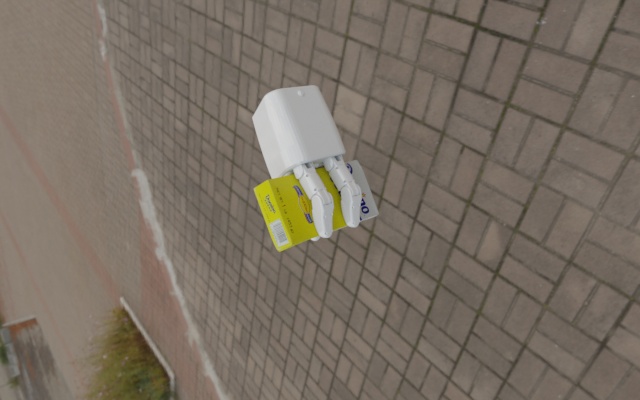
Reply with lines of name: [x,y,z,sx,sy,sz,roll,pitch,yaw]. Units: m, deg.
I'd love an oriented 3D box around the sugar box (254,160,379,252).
sugar box: [0.000,0.002,0.679,0.176,0.093,0.048,-17,-5,-39]
